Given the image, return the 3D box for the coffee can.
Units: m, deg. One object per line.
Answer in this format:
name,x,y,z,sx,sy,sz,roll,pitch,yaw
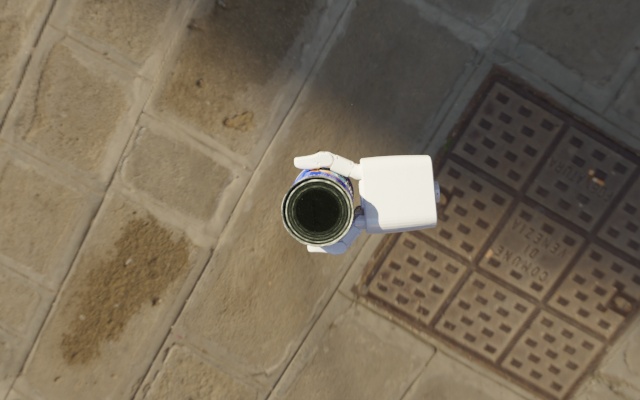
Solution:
coffee can,0.000,0.002,0.733,0.103,0.103,0.140,0,11,4
